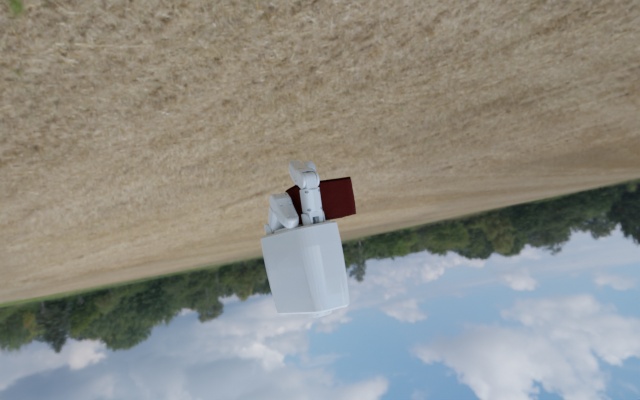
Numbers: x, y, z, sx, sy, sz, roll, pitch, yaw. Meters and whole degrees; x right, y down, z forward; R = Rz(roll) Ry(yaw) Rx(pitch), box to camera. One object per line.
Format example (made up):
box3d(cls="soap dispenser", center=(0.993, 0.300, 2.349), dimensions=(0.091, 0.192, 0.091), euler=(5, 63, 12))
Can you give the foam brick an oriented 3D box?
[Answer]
box3d(cls="foam brick", center=(0.000, 0.002, 0.636), dimensions=(0.078, 0.051, 0.053), euler=(-9, -6, -25))
